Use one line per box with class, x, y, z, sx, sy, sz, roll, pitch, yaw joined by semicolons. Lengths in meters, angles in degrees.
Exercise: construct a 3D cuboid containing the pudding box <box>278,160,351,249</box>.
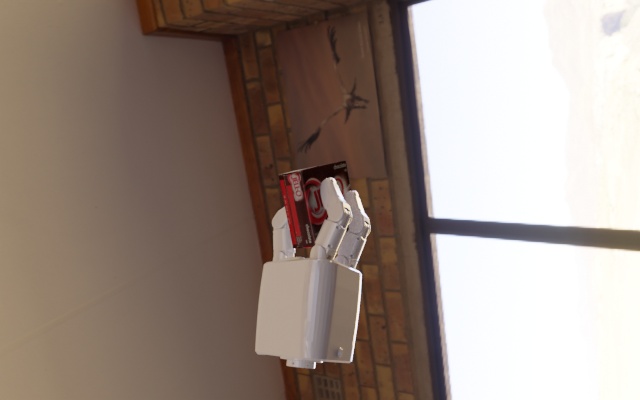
pudding box;0.000;0.002;0.586;0.039;0.090;0.113;-7;7;29
